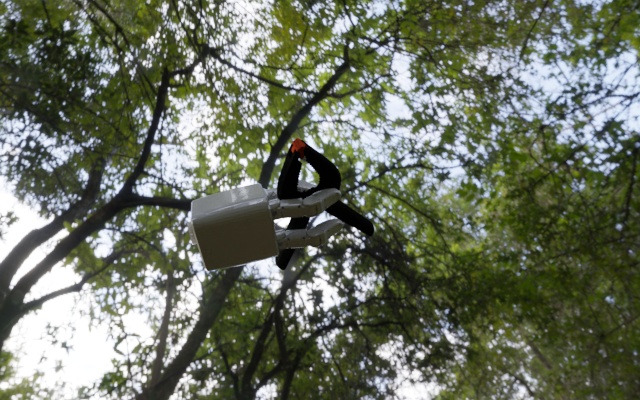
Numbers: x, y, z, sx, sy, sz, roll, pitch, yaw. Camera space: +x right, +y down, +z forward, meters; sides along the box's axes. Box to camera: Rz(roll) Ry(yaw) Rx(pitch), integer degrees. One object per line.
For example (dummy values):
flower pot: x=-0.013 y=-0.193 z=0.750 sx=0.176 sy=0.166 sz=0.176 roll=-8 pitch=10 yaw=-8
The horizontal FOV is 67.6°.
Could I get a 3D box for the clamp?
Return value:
clamp: x=0.000 y=0.001 z=0.701 sx=0.164 sy=0.210 sz=0.036 roll=-15 pitch=37 yaw=-13
